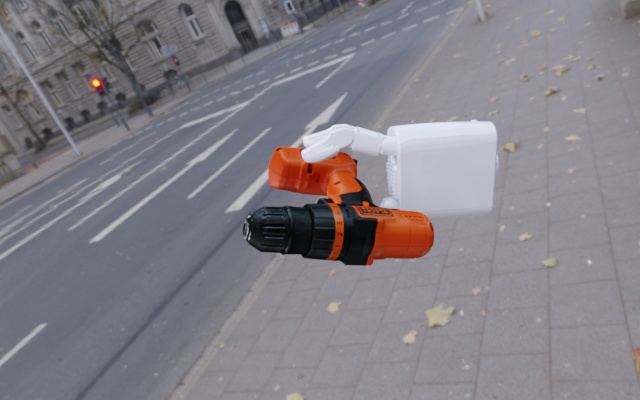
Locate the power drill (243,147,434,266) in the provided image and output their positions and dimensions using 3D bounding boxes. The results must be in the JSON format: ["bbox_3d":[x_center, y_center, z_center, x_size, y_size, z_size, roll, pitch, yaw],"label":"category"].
[{"bbox_3d":[0.000,0.001,0.498,0.184,0.057,0.187,5,25,-21],"label":"power drill"}]
